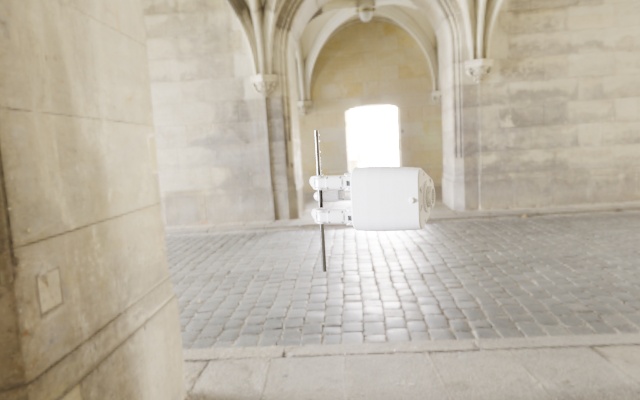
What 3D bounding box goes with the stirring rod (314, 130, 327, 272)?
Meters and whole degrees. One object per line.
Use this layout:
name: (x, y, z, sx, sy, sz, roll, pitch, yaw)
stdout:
stirring rod: (0.000, 0.003, 0.809, 0.011, 0.239, 0.011, -3, 6, 0)
